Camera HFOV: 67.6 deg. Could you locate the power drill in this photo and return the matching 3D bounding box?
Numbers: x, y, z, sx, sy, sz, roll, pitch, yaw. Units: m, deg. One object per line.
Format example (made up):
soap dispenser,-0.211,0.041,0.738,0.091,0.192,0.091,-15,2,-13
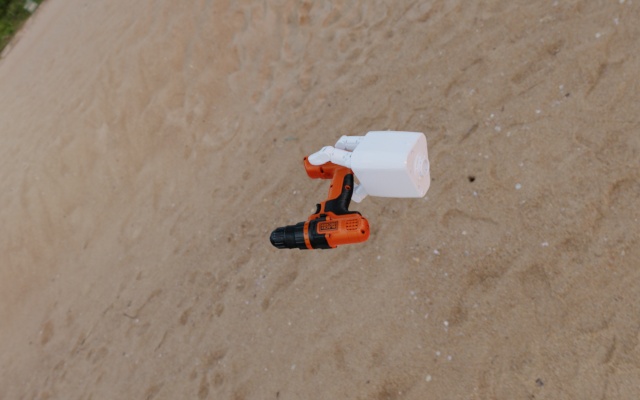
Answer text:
power drill,0.000,0.002,0.884,0.184,0.187,0.057,-6,-31,16
